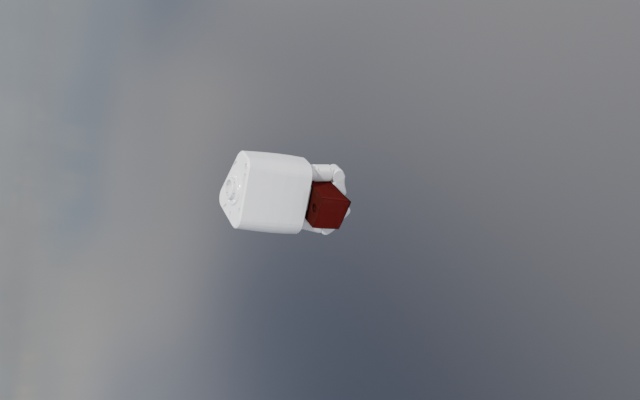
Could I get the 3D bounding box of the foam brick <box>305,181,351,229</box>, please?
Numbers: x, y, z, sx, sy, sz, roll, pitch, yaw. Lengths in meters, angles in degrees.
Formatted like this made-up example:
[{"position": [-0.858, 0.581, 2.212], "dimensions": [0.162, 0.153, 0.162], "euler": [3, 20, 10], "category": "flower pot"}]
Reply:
[{"position": [0.000, 0.002, 0.743], "dimensions": [0.051, 0.053, 0.078], "euler": [5, 27, -34], "category": "foam brick"}]
